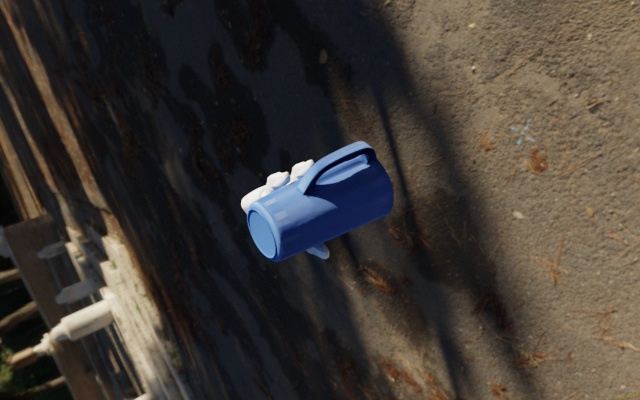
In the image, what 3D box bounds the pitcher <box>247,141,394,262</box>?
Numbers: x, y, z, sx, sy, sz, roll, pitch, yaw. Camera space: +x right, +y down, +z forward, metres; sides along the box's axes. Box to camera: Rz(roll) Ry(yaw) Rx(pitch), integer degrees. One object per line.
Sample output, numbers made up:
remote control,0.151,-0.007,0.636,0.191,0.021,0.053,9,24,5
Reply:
pitcher,0.000,0.003,0.830,0.243,0.149,0.145,-24,6,-29
